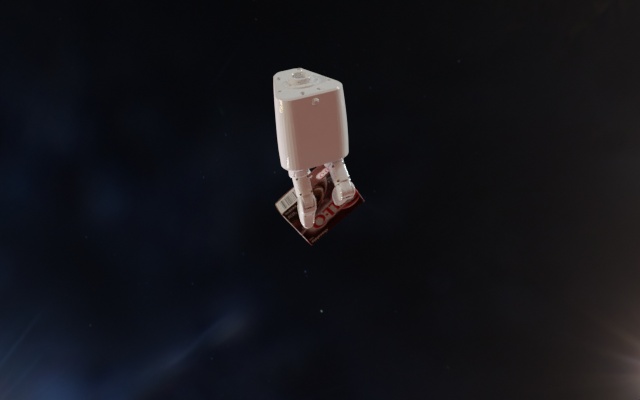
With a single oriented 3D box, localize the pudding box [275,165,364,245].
[{"bbox_3d":[0.000,0.002,0.737,0.090,0.113,0.039,50,2,-40],"label":"pudding box"}]
